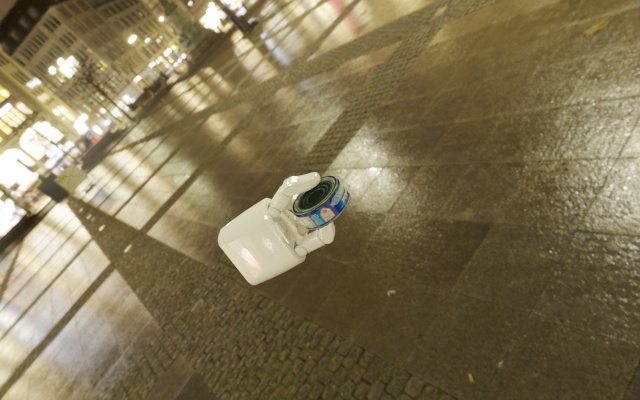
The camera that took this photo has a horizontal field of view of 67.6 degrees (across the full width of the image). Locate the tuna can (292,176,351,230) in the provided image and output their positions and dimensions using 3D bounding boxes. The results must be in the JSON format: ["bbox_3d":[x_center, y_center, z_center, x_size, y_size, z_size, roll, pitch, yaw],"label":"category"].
[{"bbox_3d":[0.000,0.002,0.713,0.086,0.034,0.086,-30,27,17],"label":"tuna can"}]
